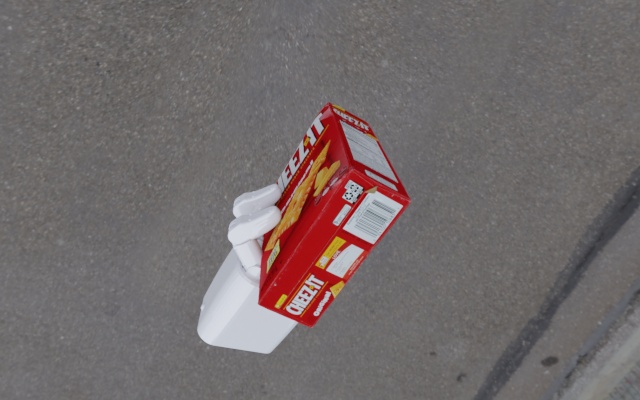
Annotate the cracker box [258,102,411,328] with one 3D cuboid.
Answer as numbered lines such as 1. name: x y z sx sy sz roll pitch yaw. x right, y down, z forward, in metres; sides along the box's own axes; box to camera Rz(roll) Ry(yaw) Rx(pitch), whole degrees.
1. cracker box: 0.000 0.002 0.519 0.072 0.164 0.213 28 21 -18
